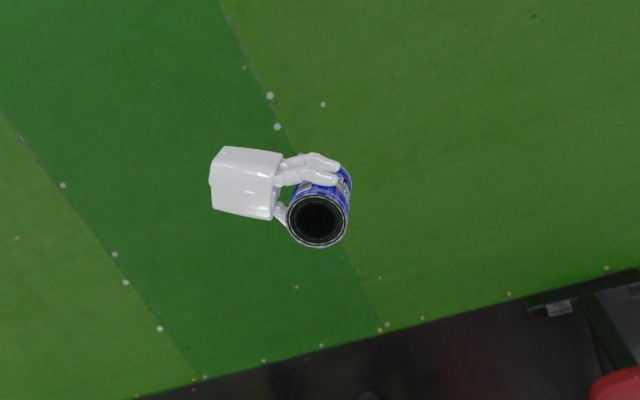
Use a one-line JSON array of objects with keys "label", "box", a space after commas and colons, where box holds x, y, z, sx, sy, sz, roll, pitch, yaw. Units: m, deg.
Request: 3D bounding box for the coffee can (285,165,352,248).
[{"label": "coffee can", "box": [0.000, 0.003, 0.832, 0.103, 0.103, 0.140, 0, 27, 7]}]
